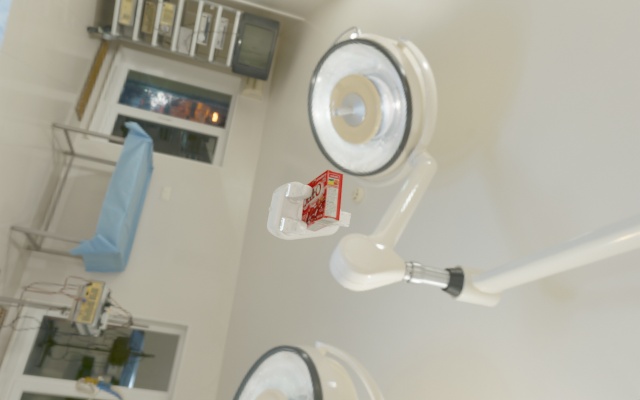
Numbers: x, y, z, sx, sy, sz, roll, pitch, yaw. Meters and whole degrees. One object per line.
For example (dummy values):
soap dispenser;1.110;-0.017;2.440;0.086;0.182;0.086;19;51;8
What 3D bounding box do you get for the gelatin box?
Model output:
gelatin box;0.001;0.002;0.721;0.030;0.073;0.089;13;-19;-22
